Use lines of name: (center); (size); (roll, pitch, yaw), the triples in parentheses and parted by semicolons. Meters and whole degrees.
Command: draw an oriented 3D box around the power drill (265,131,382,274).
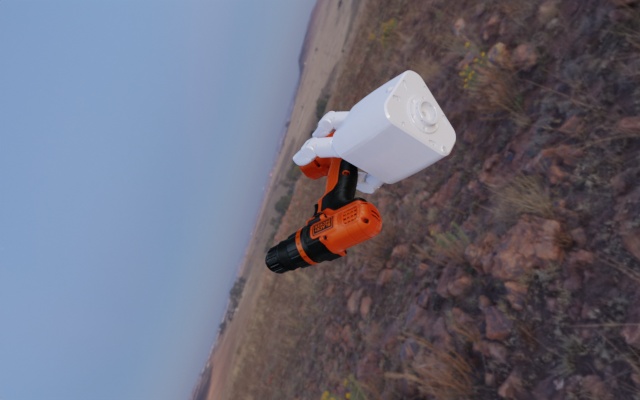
power drill: (0.000, 0.002, 0.672); (0.184, 0.187, 0.057); (-25, -44, 30)
